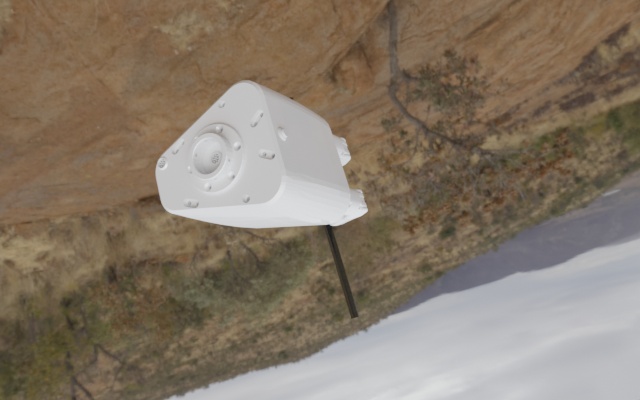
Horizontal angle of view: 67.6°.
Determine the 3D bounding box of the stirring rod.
[{"bbox_3d":[0.000,0.002,0.490,0.011,0.239,0.011,-16,-14,-4],"label":"stirring rod"}]
